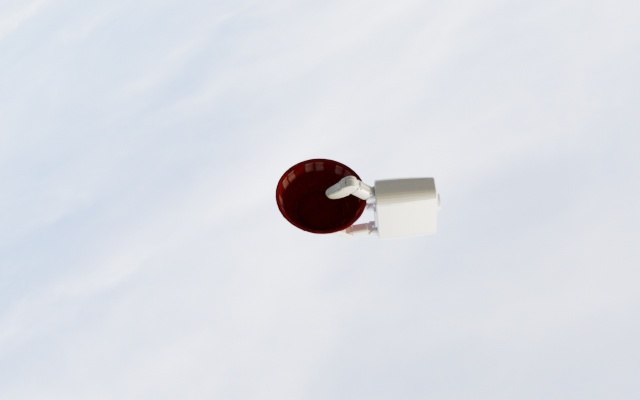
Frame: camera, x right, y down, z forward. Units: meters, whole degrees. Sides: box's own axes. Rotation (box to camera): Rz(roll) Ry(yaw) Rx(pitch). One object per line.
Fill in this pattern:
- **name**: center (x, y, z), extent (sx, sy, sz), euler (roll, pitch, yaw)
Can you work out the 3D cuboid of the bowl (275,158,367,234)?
- **bowl**: center (-0.001, 0.003, 0.858), extent (0.162, 0.162, 0.055), euler (0, -34, -4)
